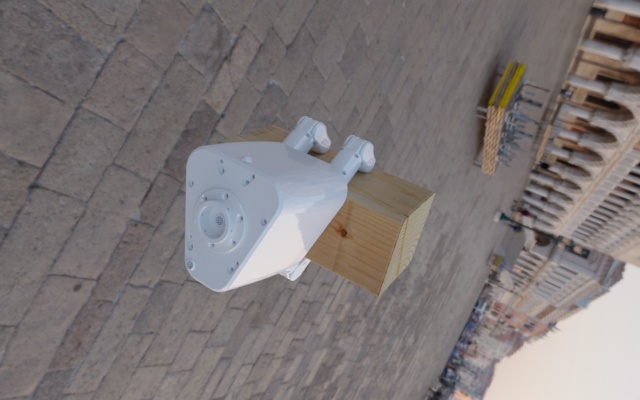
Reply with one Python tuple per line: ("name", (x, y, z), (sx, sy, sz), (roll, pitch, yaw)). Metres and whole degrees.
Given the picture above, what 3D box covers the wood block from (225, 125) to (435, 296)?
("wood block", (0.000, 0.002, 0.508), (0.206, 0.091, 0.090), (26, 30, 22))
